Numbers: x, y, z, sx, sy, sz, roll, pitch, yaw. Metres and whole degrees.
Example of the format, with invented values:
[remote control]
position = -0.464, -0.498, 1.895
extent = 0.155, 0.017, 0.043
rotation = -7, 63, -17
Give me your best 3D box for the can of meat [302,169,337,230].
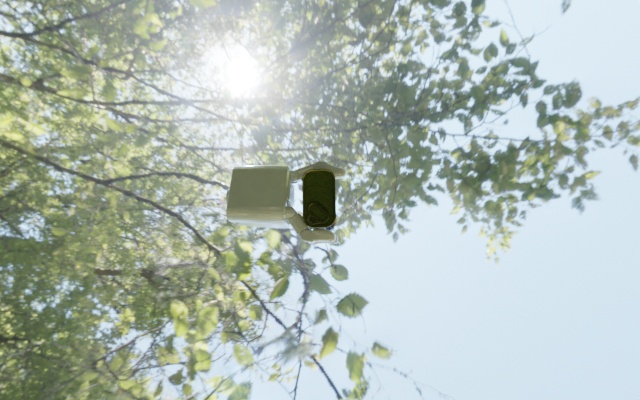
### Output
[can of meat]
position = 0.000, 0.003, 0.852
extent = 0.057, 0.102, 0.084
rotation = -2, -10, 4
